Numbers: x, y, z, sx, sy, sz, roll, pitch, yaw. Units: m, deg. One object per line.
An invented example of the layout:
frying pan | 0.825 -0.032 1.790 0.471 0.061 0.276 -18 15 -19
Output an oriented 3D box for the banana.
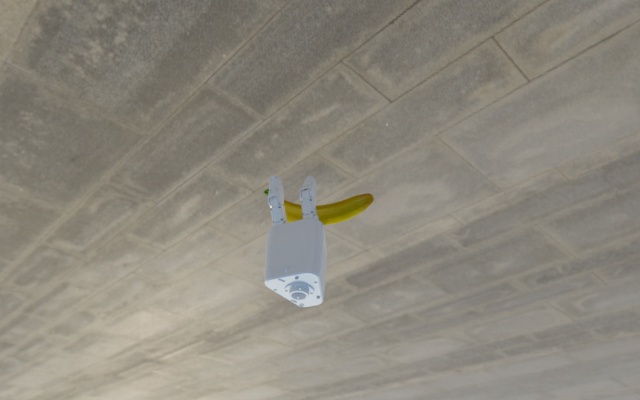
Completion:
banana | -0.003 0.016 0.870 0.198 0.070 0.037 1 43 3
